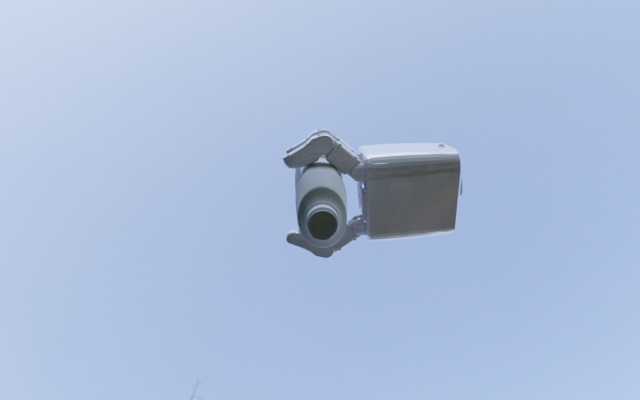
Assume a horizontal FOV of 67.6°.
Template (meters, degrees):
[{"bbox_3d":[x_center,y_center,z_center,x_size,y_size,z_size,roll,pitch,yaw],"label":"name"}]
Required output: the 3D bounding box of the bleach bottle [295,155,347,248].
[{"bbox_3d":[0.000,0.002,0.563,0.068,0.102,0.250,-3,14,0],"label":"bleach bottle"}]
